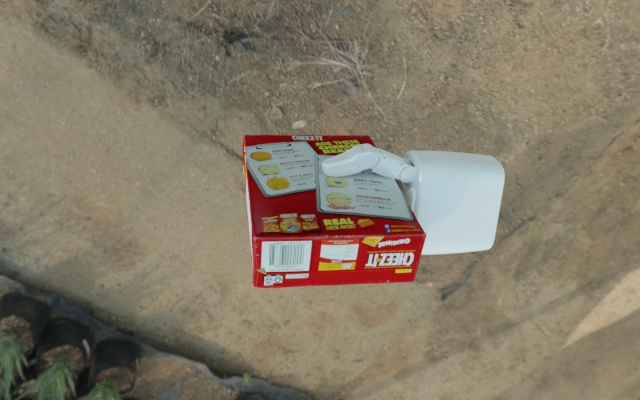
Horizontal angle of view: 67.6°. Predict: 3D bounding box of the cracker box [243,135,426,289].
[{"bbox_3d":[0.000,0.002,0.532,0.164,0.072,0.213,-1,33,-11],"label":"cracker box"}]
